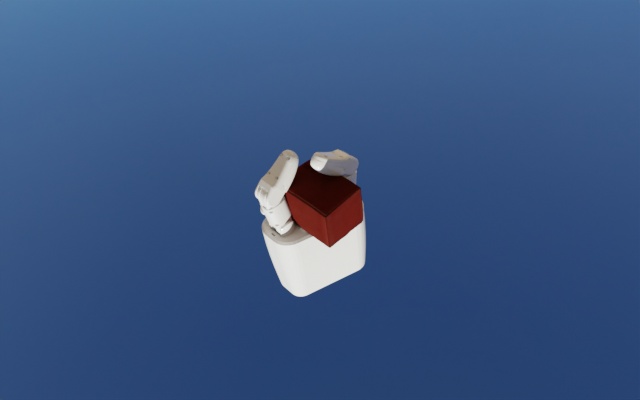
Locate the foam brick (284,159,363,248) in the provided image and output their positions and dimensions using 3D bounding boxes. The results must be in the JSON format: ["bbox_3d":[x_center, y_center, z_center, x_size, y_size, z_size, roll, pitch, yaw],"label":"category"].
[{"bbox_3d":[0.000,0.002,0.505,0.053,0.051,0.078,-36,50,-26],"label":"foam brick"}]
